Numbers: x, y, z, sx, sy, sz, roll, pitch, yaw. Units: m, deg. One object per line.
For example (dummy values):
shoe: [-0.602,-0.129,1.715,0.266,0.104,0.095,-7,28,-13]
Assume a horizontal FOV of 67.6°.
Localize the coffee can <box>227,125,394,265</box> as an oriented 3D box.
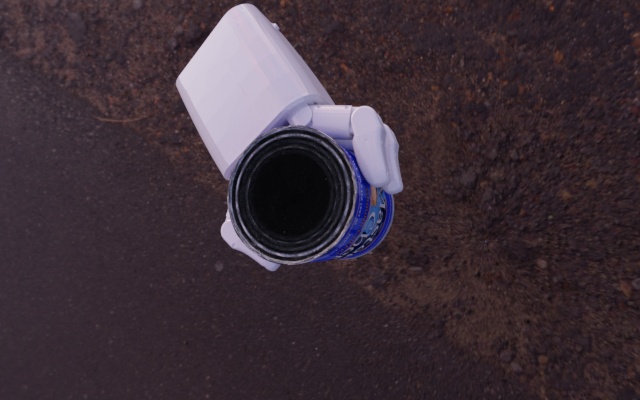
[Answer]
coffee can: [0.000,0.002,0.411,0.103,0.103,0.140,0,-5,19]
